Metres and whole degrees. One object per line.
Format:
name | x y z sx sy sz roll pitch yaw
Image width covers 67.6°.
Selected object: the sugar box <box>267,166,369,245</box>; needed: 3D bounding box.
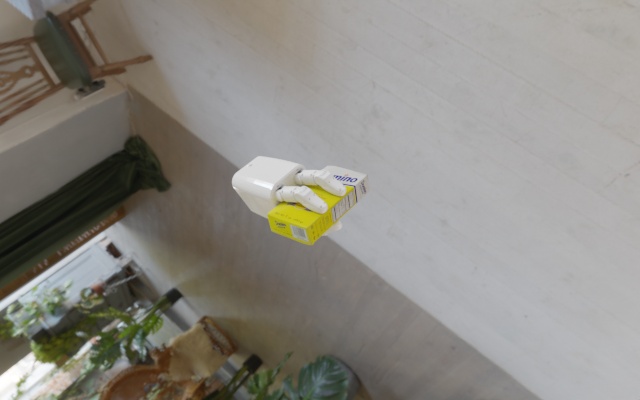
sugar box | 0.000 0.002 0.842 0.093 0.048 0.176 17 45 35
